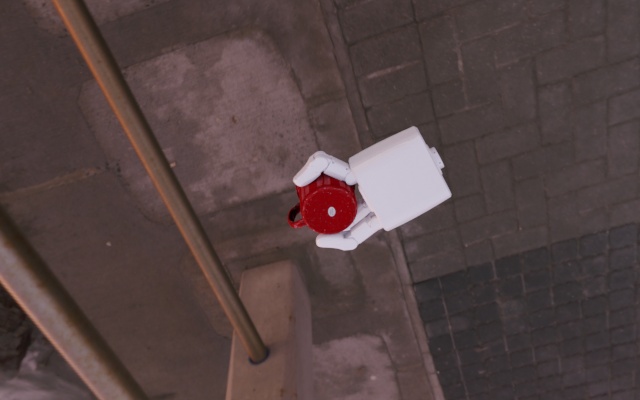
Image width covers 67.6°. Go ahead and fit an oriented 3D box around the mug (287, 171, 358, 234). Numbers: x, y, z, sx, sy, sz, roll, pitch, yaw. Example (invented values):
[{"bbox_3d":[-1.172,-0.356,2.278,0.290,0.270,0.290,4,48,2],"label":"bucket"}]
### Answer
[{"bbox_3d":[-0.001,0.003,0.707,0.117,0.093,0.081,-30,27,12],"label":"mug"}]
